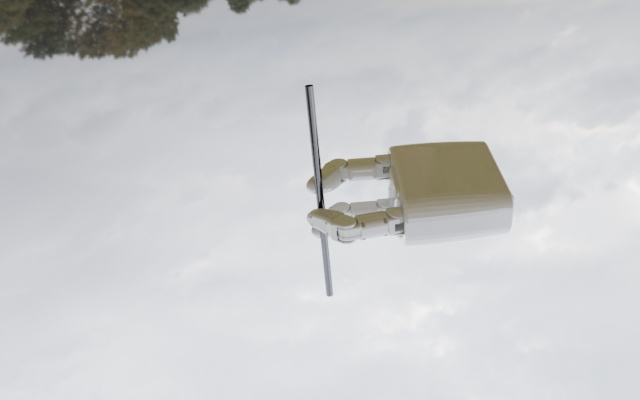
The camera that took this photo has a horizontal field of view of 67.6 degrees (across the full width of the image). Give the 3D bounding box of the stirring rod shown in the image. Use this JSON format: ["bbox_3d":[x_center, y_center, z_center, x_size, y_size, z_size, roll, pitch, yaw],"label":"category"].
[{"bbox_3d":[0.000,0.002,0.490,0.011,0.240,0.011,-4,28,2],"label":"stirring rod"}]
